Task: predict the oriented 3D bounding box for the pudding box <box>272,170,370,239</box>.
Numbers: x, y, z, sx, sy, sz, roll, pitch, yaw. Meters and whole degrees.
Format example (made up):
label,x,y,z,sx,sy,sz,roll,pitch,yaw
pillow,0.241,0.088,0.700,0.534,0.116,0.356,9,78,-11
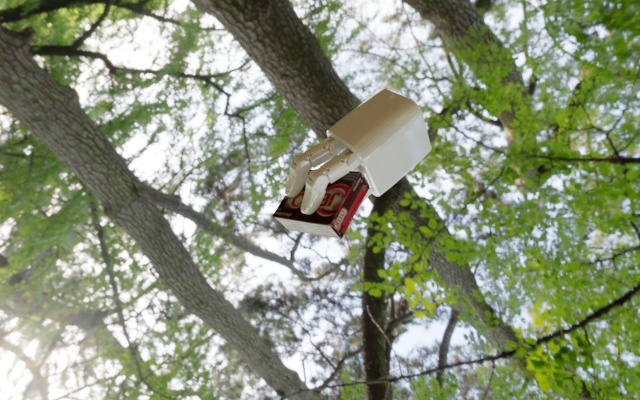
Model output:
label,x,y,z,sx,sy,sz,roll,pitch,yaw
pudding box,0.000,0.002,0.660,0.113,0.090,0.039,4,-37,44
